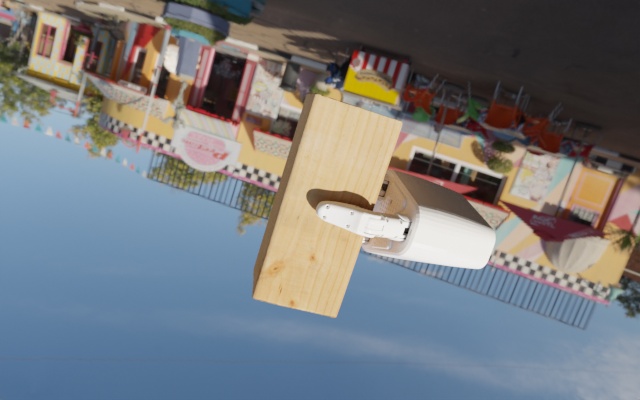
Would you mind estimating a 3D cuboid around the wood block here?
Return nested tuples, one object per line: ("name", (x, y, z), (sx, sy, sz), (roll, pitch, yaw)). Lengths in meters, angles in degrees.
("wood block", (0.000, 0.002, 0.497), (0.090, 0.206, 0.091), (16, 9, -11))
